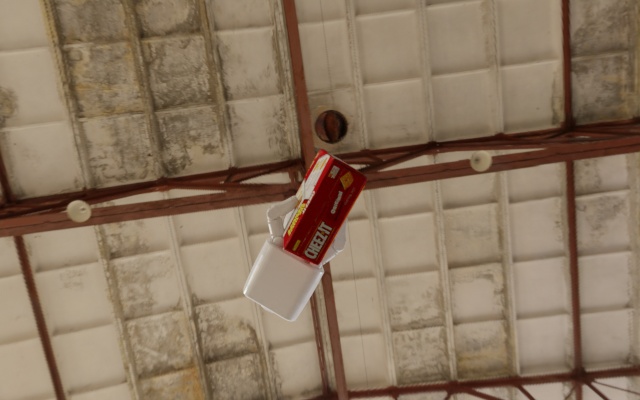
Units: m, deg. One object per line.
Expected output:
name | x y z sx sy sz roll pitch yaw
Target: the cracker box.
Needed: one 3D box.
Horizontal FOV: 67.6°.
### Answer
cracker box | 0.000 0.003 0.837 0.072 0.164 0.213 27 7 -10
